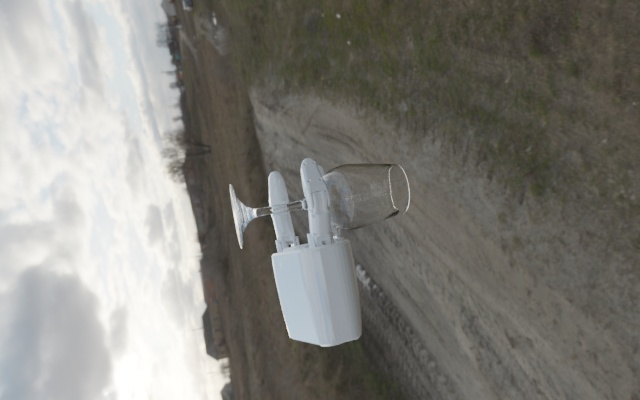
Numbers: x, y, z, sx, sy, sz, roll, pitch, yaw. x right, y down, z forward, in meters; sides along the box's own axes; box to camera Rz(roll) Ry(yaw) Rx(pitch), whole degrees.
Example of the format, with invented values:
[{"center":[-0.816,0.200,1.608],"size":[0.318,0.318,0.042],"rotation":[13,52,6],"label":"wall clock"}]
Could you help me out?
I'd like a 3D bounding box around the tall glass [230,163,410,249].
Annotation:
[{"center":[-0.001,0.002,0.559],"size":[0.201,0.079,0.079],"rotation":[-10,2,-13],"label":"tall glass"}]
